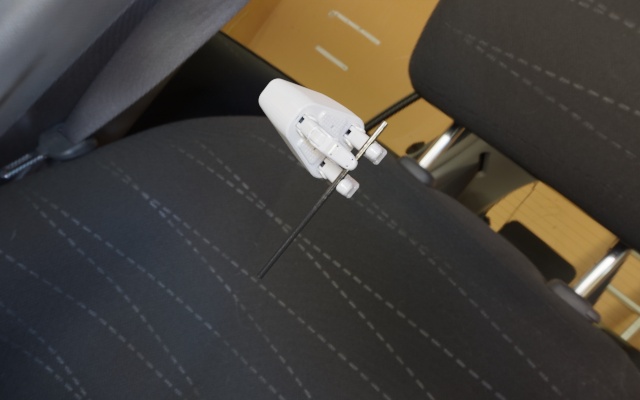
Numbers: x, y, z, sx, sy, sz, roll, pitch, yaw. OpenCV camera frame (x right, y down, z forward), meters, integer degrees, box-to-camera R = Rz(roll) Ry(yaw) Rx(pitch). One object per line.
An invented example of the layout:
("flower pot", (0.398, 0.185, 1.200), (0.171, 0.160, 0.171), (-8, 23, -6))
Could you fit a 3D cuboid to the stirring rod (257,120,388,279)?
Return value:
("stirring rod", (0.000, 0.002, 0.570), (0.011, 0.239, 0.011), (38, 9, -7))
